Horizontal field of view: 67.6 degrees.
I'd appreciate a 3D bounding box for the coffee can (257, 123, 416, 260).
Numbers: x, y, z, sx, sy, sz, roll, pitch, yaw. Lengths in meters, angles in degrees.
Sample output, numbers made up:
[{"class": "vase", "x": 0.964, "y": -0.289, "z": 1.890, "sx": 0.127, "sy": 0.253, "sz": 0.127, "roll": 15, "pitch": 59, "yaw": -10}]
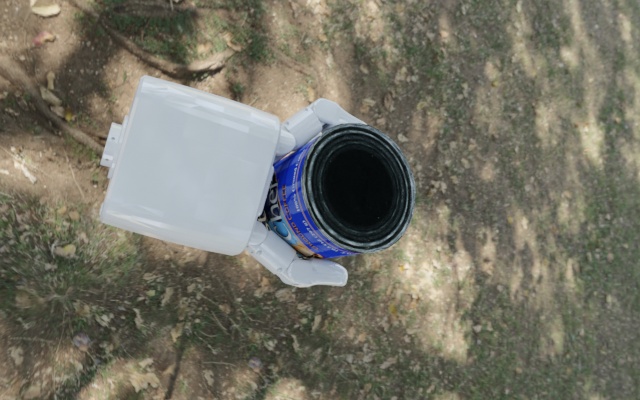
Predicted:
[{"class": "coffee can", "x": 0.000, "y": 0.002, "z": 0.424, "sx": 0.103, "sy": 0.103, "sz": 0.140, "roll": 0, "pitch": -10, "yaw": -28}]
